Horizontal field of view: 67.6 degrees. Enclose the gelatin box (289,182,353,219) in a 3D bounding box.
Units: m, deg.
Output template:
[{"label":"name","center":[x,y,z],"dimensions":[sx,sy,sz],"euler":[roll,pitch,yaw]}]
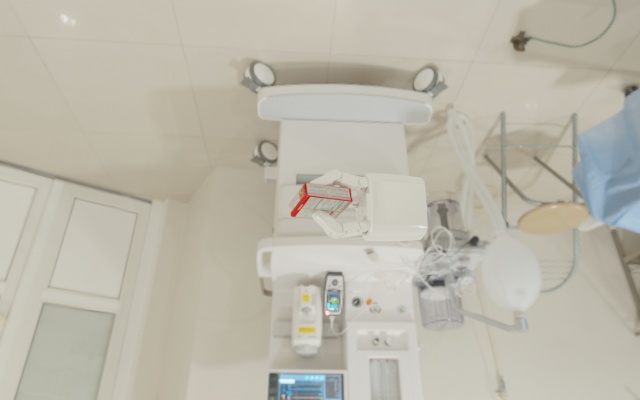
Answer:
[{"label":"gelatin box","center":[0.000,0.003,0.825],"dimensions":[0.089,0.030,0.073],"euler":[6,-32,-25]}]
